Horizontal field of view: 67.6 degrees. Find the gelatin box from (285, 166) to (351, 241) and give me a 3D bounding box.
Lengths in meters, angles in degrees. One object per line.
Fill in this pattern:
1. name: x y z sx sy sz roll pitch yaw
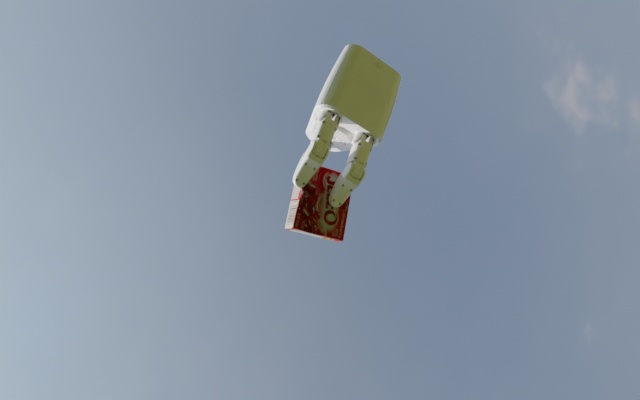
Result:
1. gelatin box: 0.000 0.002 0.616 0.073 0.089 0.030 16 -12 -25
